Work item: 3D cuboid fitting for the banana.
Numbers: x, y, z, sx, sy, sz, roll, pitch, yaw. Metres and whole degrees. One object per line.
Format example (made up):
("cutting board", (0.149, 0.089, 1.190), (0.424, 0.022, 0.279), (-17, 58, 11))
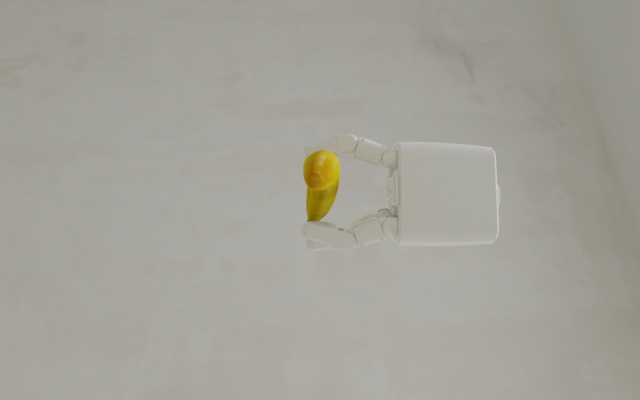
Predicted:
("banana", (0.001, -0.015, 0.508), (0.037, 0.069, 0.198), (5, -19, 1))
